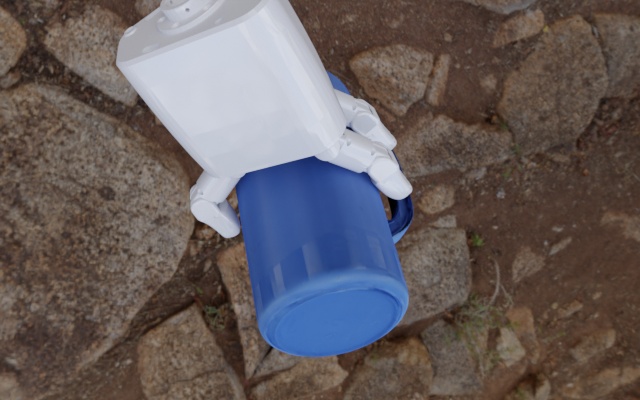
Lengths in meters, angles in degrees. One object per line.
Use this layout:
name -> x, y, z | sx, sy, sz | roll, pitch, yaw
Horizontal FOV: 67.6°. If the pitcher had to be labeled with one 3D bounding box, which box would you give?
pitcher -> 0.000, 0.001, 0.414 | 0.149, 0.242, 0.145 | -24, -44, 11
